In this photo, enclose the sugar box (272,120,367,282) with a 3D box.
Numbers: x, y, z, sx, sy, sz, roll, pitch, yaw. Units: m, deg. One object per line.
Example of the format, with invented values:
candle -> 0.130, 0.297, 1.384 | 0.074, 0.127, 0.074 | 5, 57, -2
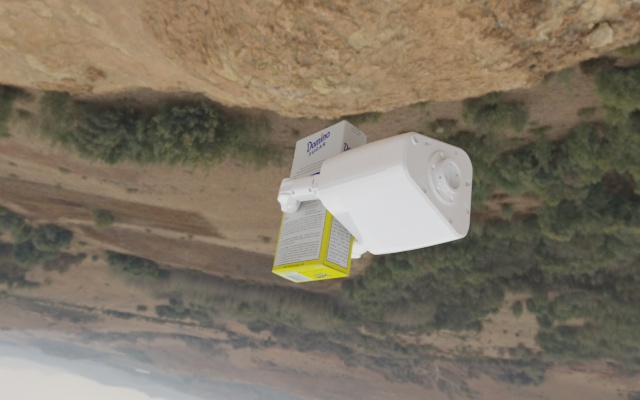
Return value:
sugar box -> 0.001, 0.002, 0.556 | 0.048, 0.176, 0.093 | 29, -29, -34
